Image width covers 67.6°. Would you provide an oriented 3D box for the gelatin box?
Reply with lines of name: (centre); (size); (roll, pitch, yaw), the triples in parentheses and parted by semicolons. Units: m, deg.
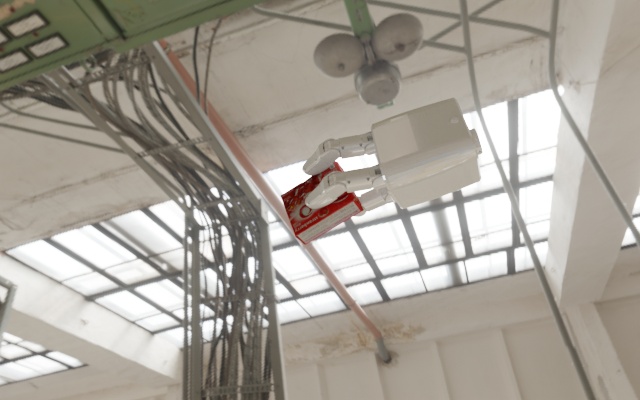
gelatin box: (0.000, 0.002, 0.603); (0.089, 0.073, 0.030); (-32, -41, 9)
